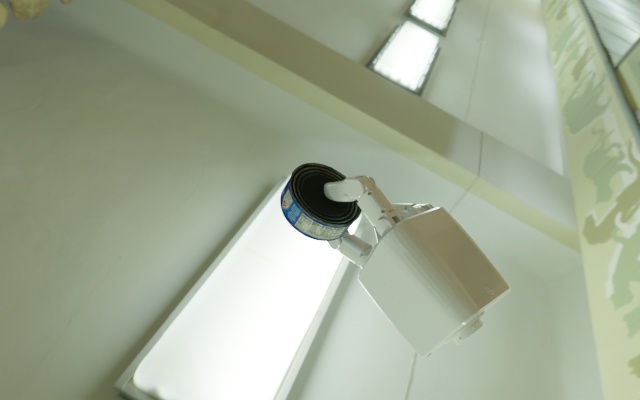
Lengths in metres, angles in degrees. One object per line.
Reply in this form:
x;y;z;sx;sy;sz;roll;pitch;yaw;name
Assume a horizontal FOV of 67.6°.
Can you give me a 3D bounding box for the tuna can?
0.000;0.002;0.521;0.086;0.086;0.034;0;-38;-33;tuna can
